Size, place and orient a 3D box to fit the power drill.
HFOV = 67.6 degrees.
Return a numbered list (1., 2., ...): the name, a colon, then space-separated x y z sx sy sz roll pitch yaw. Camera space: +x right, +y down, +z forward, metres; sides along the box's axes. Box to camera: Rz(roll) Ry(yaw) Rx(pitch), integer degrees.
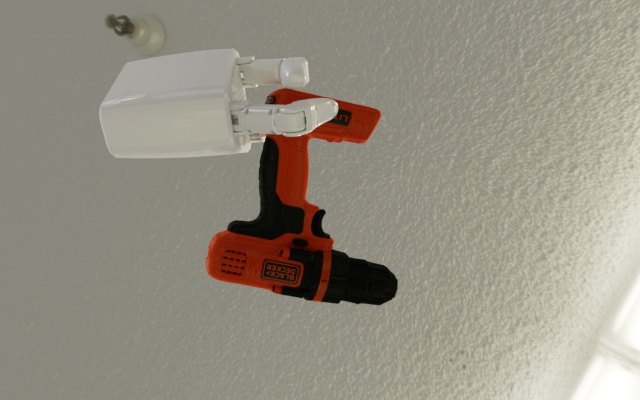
1. power drill: 0.000 0.001 0.446 0.184 0.187 0.057 12 2 -12
